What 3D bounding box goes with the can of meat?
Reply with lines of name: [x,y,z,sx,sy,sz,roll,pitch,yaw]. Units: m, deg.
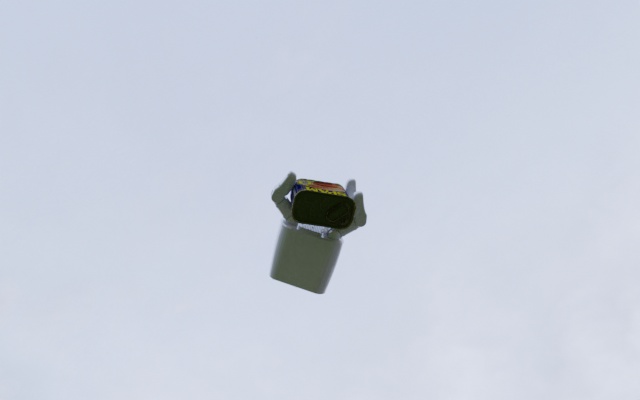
can of meat: [0.000,0.002,0.798,0.102,0.057,0.084,9,17,-10]
